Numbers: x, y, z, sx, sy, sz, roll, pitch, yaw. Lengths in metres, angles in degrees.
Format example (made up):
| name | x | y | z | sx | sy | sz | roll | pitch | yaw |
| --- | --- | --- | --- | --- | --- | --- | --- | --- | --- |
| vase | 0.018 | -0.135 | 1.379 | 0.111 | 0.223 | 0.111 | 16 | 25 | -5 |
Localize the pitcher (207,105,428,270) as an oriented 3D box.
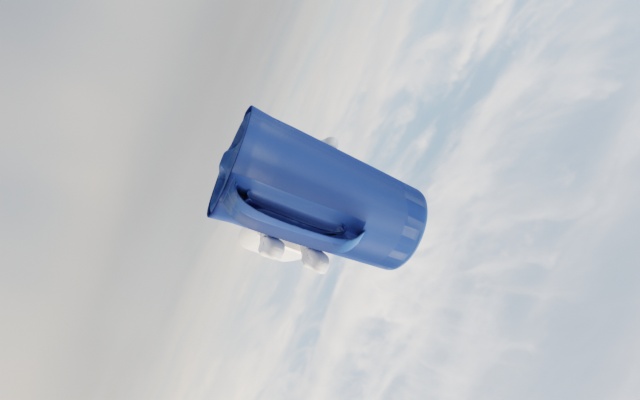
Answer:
| name | x | y | z | sx | sy | sz | roll | pitch | yaw |
| --- | --- | --- | --- | --- | --- | --- | --- | --- | --- |
| pitcher | 0.000 | 0.002 | 0.554 | 0.243 | 0.149 | 0.145 | 21 | -22 | -16 |
